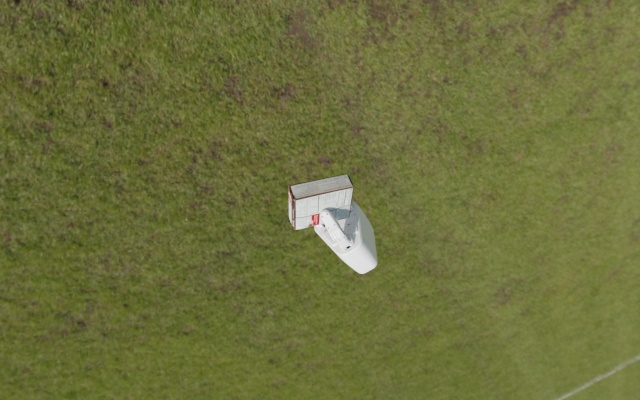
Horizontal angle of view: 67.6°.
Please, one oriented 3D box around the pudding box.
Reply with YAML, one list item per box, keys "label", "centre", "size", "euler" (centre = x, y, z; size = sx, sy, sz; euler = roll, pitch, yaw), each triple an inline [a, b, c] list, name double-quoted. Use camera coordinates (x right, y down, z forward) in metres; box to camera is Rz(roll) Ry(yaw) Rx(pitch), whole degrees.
- label: "pudding box"
  centre: [0.000, 0.003, 0.860]
  size: [0.113, 0.039, 0.090]
  euler: [-14, -39, -14]
